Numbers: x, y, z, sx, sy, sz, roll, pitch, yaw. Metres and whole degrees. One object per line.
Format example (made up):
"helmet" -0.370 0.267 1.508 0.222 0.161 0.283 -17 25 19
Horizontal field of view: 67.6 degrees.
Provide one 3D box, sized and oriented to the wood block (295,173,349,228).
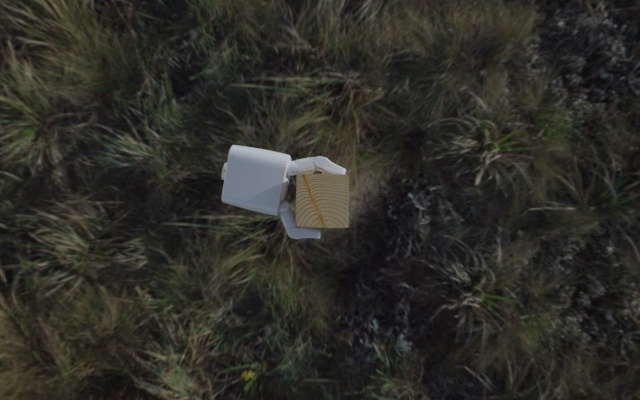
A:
"wood block" 0.000 0.003 0.889 0.090 0.091 0.206 1 -1 -2
